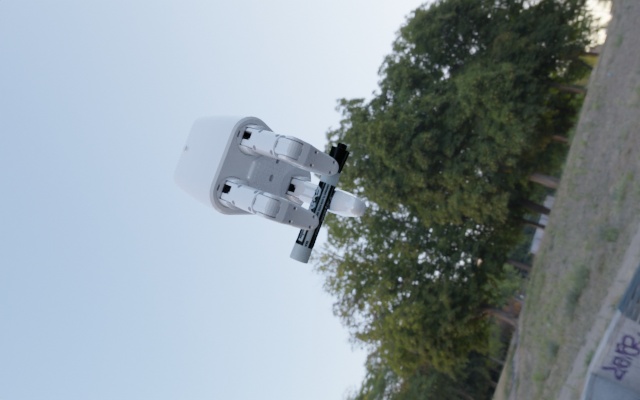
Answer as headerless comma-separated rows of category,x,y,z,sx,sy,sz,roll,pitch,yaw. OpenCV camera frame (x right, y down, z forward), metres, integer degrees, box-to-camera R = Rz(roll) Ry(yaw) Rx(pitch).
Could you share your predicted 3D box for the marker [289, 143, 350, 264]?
marker,0.000,0.002,0.461,0.020,0.121,0.020,21,-3,1
